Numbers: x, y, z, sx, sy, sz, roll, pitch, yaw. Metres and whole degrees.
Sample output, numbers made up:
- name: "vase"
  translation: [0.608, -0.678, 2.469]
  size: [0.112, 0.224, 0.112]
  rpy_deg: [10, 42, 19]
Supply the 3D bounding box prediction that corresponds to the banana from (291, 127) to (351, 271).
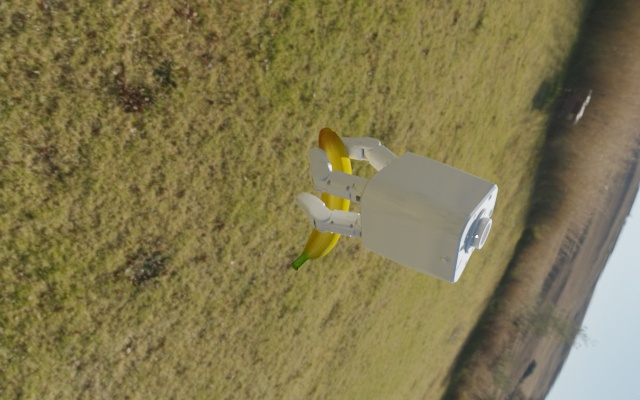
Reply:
- name: "banana"
  translation: [0.010, 0.000, 0.599]
  size: [0.037, 0.198, 0.069]
  rpy_deg: [26, 30, 28]
